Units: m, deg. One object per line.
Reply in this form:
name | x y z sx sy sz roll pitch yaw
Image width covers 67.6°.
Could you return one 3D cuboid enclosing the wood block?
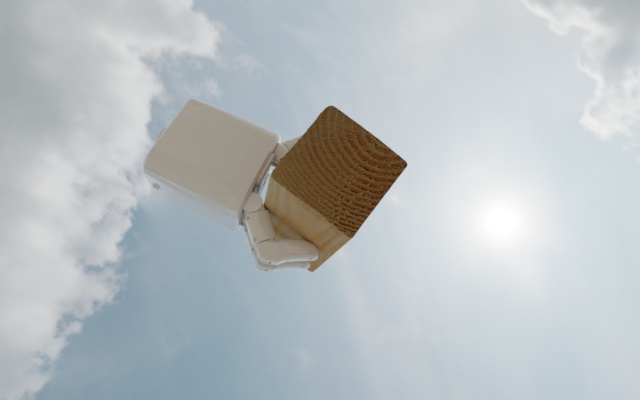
wood block | 0.000 0.001 0.502 0.090 0.090 0.206 38 -19 2
